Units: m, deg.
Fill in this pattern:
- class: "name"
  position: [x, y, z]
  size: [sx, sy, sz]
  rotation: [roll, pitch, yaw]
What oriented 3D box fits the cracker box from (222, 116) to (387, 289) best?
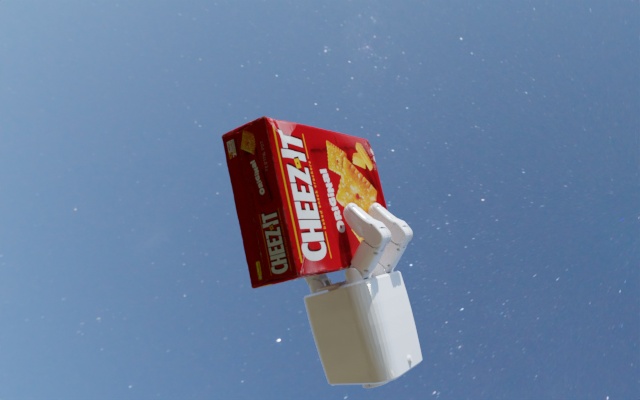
- class: "cracker box"
  position: [0.000, 0.002, 0.553]
  size: [0.072, 0.164, 0.214]
  rotation: [-19, -11, 33]
